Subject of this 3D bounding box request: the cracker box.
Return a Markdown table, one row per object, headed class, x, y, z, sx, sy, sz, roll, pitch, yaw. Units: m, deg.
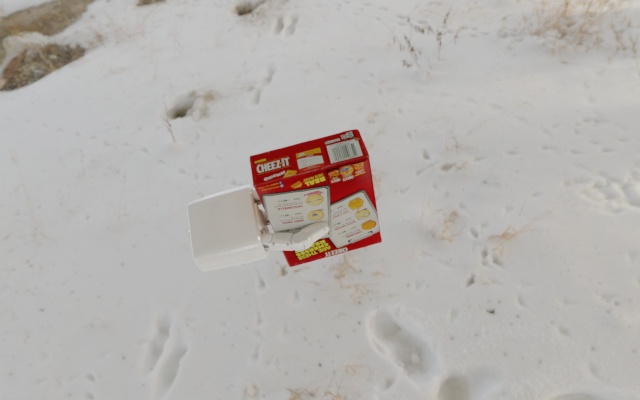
| class | x | y | z | sx | sy | sz | roll | pitch | yaw |
| --- | --- | --- | --- | --- | --- | --- | --- | --- | --- |
| cracker box | 0.000 | 0.002 | 0.740 | 0.164 | 0.072 | 0.214 | -15 | -40 | 1 |
